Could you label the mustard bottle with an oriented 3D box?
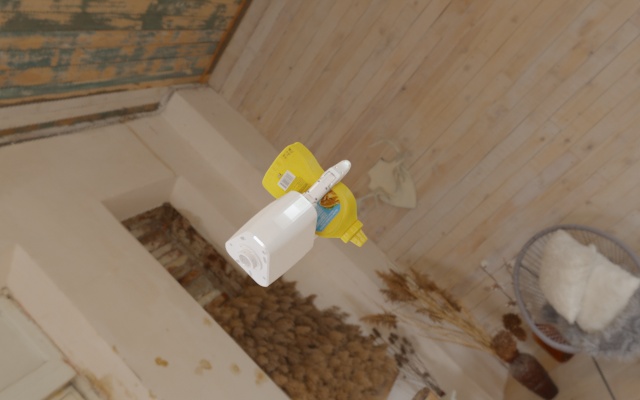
[{"bbox_3d":[0.000,0.002,0.768,0.096,0.191,0.058,-50,-8,30],"label":"mustard bottle"}]
